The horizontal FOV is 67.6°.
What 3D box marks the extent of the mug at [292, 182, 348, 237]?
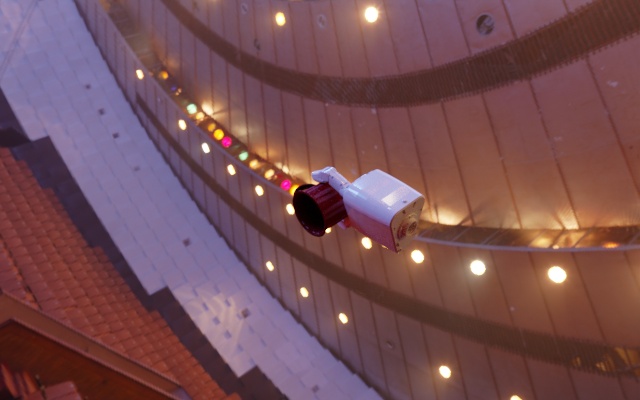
[{"bbox_3d":[-0.001,0.002,0.893,0.081,0.093,0.117,-30,46,-32],"label":"mug"}]
